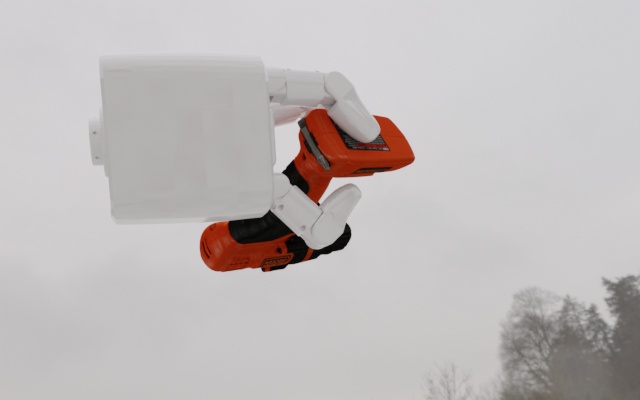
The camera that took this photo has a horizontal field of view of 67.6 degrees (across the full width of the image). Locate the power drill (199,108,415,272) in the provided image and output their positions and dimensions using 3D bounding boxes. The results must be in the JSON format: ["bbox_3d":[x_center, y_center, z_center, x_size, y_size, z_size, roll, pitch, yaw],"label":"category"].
[{"bbox_3d":[0.000,0.001,0.450,0.184,0.057,0.188,-5,-34,-44],"label":"power drill"}]
